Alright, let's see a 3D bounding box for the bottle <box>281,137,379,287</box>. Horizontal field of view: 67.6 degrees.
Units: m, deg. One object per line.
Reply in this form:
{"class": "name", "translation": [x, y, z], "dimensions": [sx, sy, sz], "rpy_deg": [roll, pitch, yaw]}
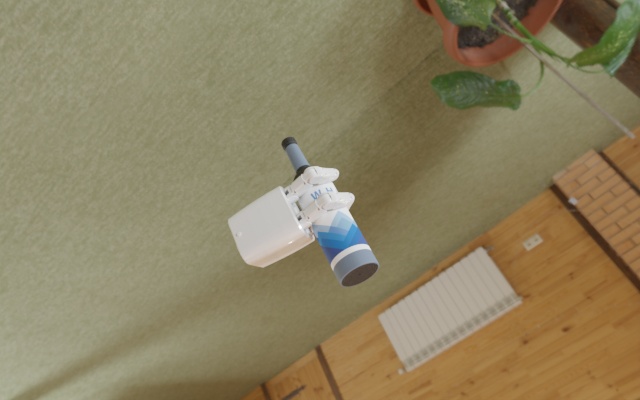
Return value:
{"class": "bottle", "translation": [0.000, 0.003, 0.798], "dimensions": [0.069, 0.295, 0.069], "rpy_deg": [-20, -33, -13]}
